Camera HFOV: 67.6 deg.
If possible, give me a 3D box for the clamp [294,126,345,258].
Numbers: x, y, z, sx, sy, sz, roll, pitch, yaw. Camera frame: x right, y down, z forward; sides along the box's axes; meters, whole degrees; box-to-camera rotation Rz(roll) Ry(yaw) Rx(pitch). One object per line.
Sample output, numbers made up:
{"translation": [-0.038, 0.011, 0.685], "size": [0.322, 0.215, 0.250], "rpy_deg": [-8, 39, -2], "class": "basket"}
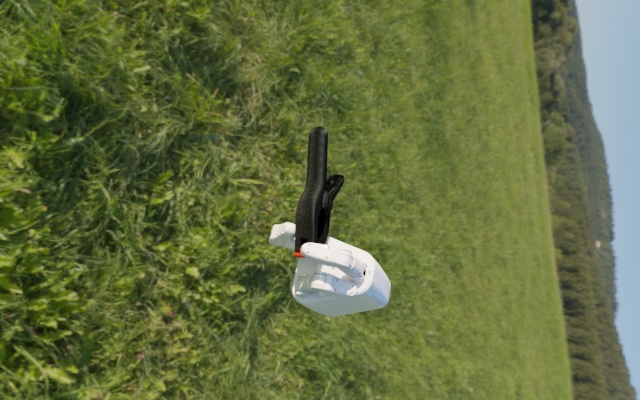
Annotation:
{"translation": [0.001, 0.002, 0.636], "size": [0.039, 0.171, 0.120], "rpy_deg": [1, -24, 25], "class": "clamp"}
